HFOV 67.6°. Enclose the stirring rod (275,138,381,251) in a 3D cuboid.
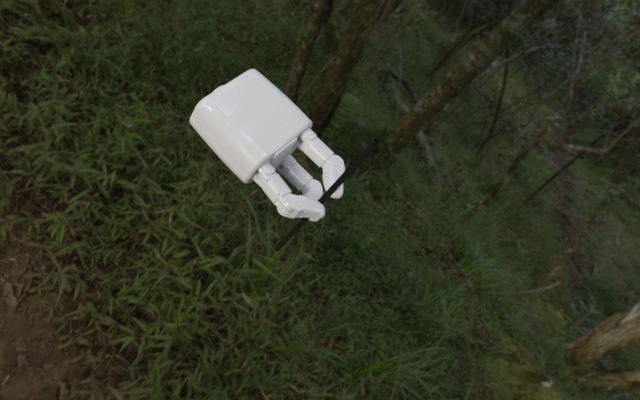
[{"bbox_3d":[0.000,0.002,0.589,0.011,0.011,0.240,0,-33,-37],"label":"stirring rod"}]
